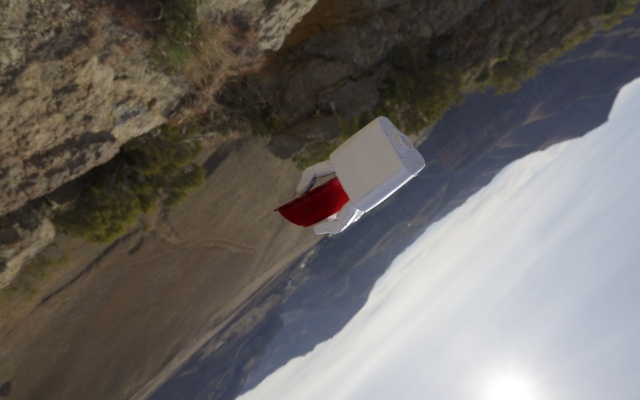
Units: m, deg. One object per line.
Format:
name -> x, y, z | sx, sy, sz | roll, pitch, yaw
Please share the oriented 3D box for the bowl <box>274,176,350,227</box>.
bowl -> 0.000, 0.004, 0.848 | 0.162, 0.055, 0.162 | -28, 2, 1
